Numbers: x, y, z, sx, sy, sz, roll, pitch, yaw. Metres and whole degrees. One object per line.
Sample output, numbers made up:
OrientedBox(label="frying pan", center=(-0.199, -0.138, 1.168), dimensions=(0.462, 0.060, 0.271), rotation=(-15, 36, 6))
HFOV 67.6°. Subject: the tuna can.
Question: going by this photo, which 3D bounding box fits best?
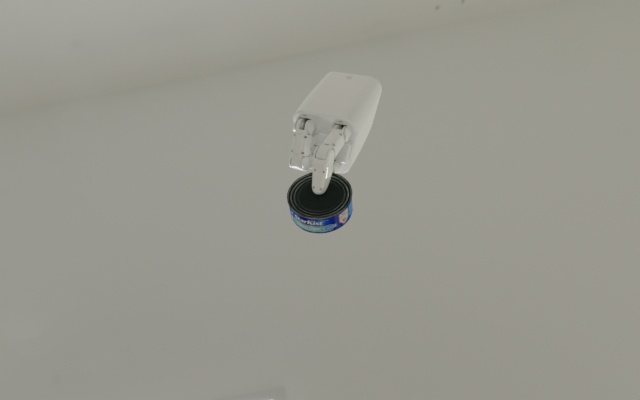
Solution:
OrientedBox(label="tuna can", center=(0.000, 0.003, 0.633), dimensions=(0.086, 0.086, 0.034), rotation=(0, -43, 7))
